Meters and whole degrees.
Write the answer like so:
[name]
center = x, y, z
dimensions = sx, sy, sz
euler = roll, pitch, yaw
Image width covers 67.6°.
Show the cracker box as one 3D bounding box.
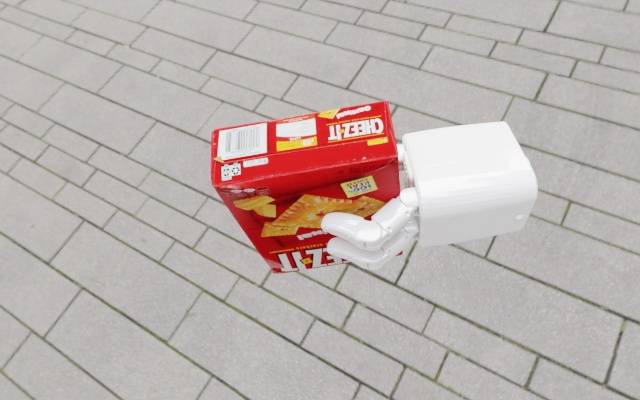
[cracker box]
center = 0.000, 0.001, 0.500
dimensions = 0.164, 0.072, 0.214
euler = -9, -31, 6
